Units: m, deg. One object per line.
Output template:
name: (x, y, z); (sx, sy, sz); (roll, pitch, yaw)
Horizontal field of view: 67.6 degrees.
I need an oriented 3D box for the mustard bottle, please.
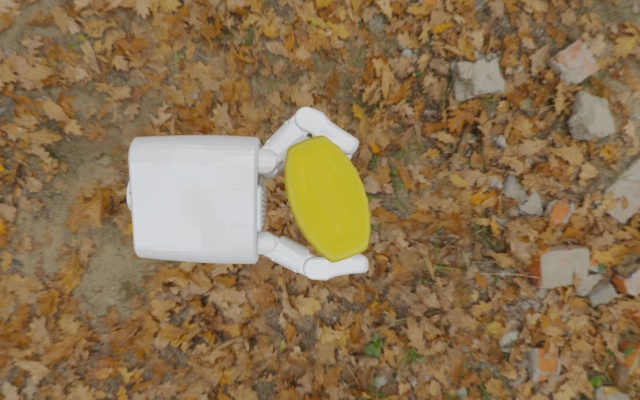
mustard bottle: (0.000, 0.001, 0.446); (0.058, 0.096, 0.191); (-23, 0, -4)
